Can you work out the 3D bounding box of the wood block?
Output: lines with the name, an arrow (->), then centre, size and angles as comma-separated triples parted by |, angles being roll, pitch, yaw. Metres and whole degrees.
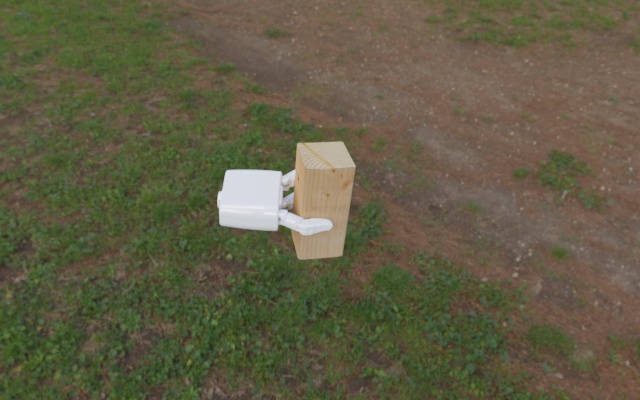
wood block -> 0.000, 0.003, 0.897 | 0.090, 0.206, 0.090 | -3, 37, -12
